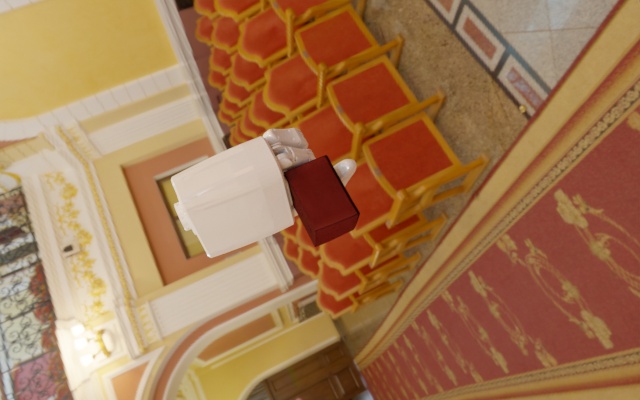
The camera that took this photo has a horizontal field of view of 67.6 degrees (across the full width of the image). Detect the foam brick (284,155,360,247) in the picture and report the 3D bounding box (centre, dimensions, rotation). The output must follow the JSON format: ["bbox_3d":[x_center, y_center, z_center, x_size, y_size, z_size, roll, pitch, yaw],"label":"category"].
[{"bbox_3d":[0.000,0.002,0.518,0.051,0.078,0.053,-24,-21,-12],"label":"foam brick"}]
